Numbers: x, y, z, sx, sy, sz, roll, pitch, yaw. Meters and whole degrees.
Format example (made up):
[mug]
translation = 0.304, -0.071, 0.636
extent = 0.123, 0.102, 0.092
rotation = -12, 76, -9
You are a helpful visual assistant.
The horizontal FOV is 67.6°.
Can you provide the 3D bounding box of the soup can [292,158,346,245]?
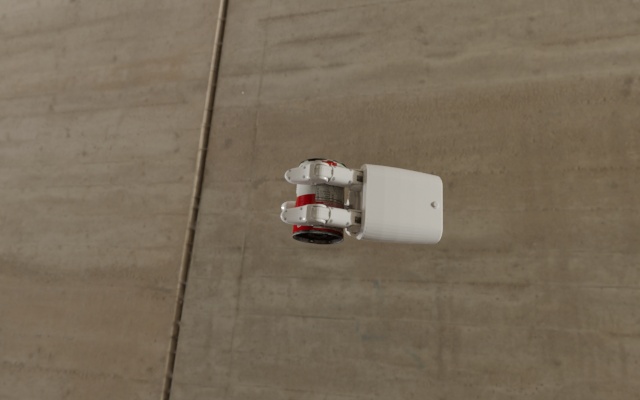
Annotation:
[soup can]
translation = 0.000, 0.002, 0.640
extent = 0.068, 0.102, 0.068
rotation = 4, -17, 1
